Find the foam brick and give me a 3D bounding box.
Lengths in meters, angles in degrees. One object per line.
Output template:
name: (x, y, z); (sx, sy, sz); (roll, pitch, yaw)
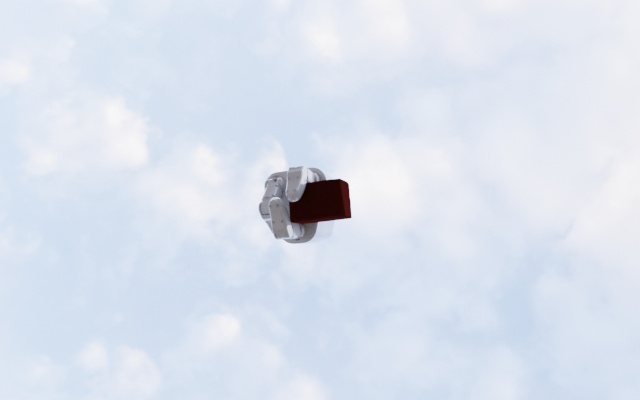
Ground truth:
foam brick: (0.000, 0.002, 0.663); (0.078, 0.053, 0.051); (-7, -7, 17)
